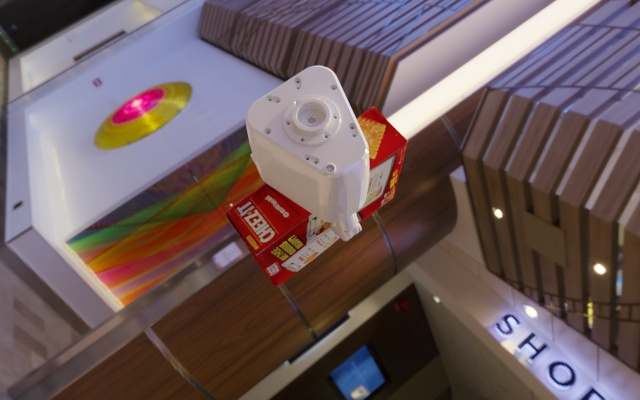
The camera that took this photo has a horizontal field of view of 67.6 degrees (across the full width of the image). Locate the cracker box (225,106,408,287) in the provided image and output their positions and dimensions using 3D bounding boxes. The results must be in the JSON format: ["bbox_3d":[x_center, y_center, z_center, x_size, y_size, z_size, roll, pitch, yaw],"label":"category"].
[{"bbox_3d":[0.000,0.002,0.598,0.213,0.072,0.164,-36,-19,-11],"label":"cracker box"}]
